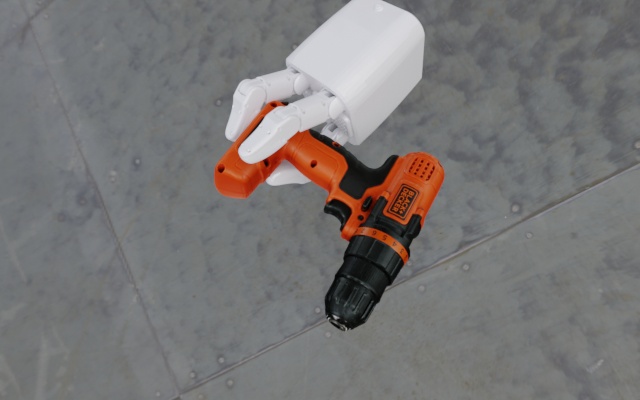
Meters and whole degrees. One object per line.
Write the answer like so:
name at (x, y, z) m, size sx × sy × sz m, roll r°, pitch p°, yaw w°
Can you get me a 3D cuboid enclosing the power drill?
power drill at (0.000, 0.001, 0.439) m, size 0.187 × 0.184 × 0.057 m, roll 29°, pitch -27°, yaw 10°
